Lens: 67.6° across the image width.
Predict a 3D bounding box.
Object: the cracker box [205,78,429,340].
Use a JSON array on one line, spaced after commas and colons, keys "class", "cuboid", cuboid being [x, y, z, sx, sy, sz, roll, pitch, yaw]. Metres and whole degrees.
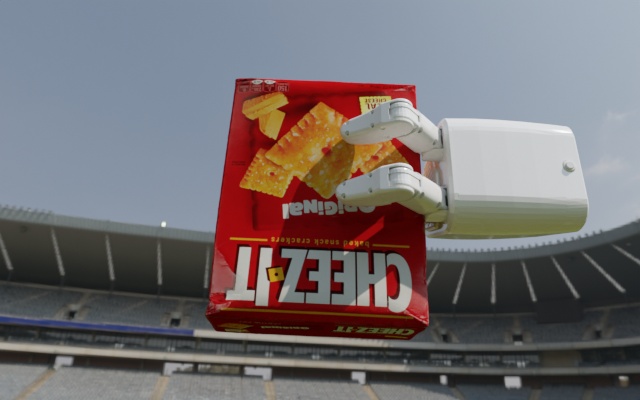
[{"class": "cracker box", "cuboid": [0.000, 0.001, 0.405, 0.164, 0.213, 0.072, 3, -24, -1]}]
